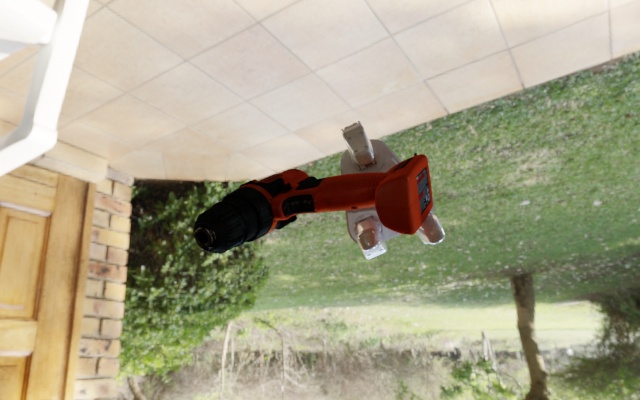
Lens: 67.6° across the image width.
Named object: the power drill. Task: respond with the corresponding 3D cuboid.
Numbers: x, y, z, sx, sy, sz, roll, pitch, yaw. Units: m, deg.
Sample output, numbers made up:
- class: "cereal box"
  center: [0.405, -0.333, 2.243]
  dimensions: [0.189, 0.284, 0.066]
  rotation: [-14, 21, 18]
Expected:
- class: "power drill"
  center: [0.001, 0.001, 0.445]
  dimensions: [0.187, 0.057, 0.184]
  rotation: [-3, 16, 25]
